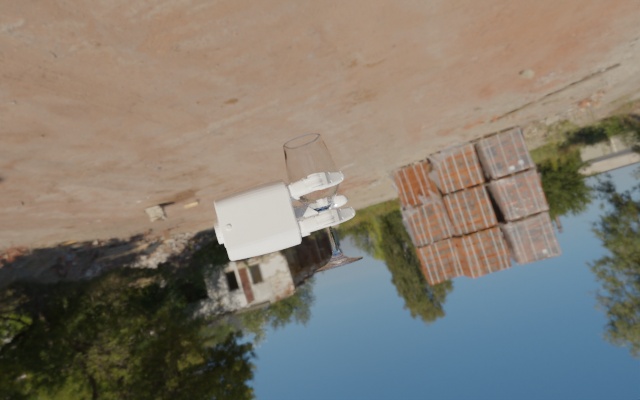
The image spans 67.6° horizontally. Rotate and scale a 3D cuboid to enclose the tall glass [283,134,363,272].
[{"bbox_3d":[0.000,0.003,0.729,0.079,0.201,0.079,-17,-5,-1],"label":"tall glass"}]
